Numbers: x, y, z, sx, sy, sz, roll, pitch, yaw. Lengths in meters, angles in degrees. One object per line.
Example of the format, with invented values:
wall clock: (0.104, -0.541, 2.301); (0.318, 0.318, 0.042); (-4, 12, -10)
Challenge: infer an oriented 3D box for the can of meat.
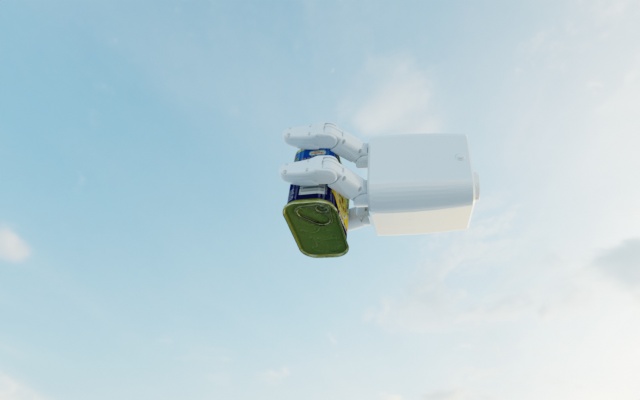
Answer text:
can of meat: (0.000, 0.002, 0.533); (0.057, 0.084, 0.102); (-4, -40, 14)
